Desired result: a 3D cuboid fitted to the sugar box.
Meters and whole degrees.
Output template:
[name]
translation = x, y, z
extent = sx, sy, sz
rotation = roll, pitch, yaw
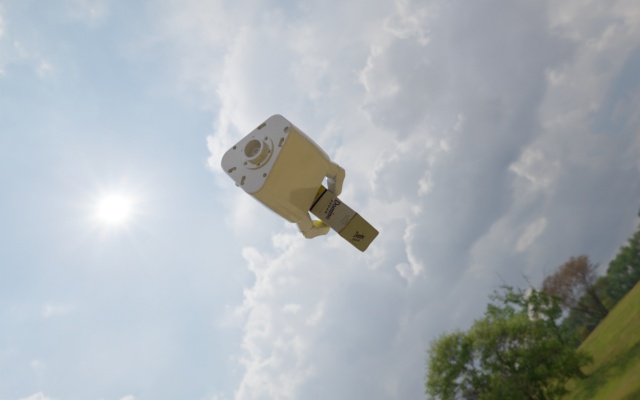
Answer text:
[sugar box]
translation = 0.000, 0.003, 0.718
extent = 0.176, 0.048, 0.093
rotation = 42, 1, 35
